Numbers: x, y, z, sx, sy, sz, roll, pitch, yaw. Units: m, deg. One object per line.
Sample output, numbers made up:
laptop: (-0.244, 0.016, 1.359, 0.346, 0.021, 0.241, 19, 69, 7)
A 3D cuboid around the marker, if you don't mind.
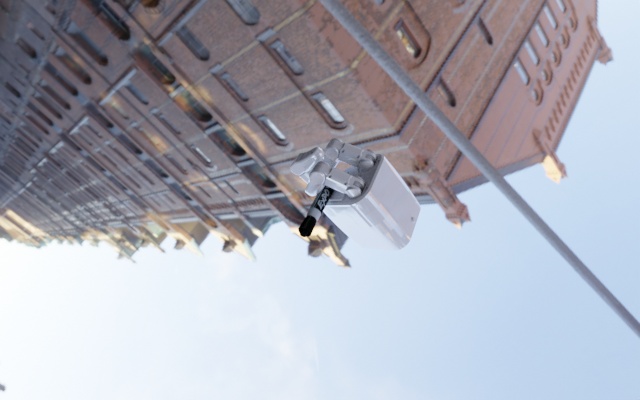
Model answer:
marker: (0.000, 0.002, 0.648, 0.020, 0.121, 0.020, 17, -38, 14)
